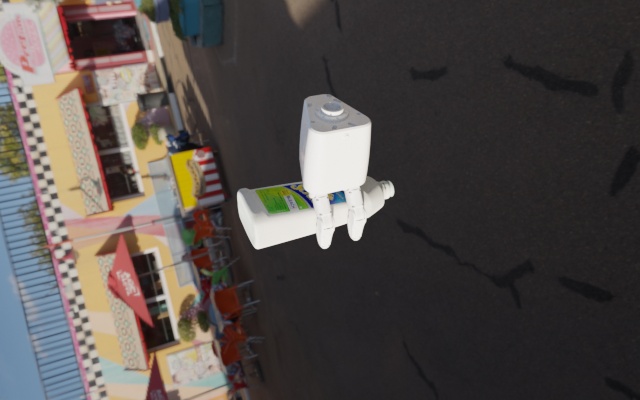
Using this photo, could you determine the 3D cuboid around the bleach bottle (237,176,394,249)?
[{"bbox_3d":[0.000,0.003,0.776,0.251,0.068,0.102,-14,42,-20],"label":"bleach bottle"}]
